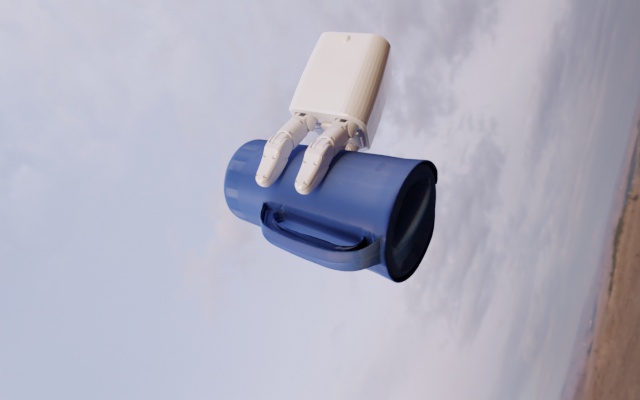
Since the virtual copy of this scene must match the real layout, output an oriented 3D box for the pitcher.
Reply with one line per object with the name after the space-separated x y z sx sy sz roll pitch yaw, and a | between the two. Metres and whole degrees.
0.000 0.002 0.553 0.243 0.145 0.149 15 -12 32 | pitcher
